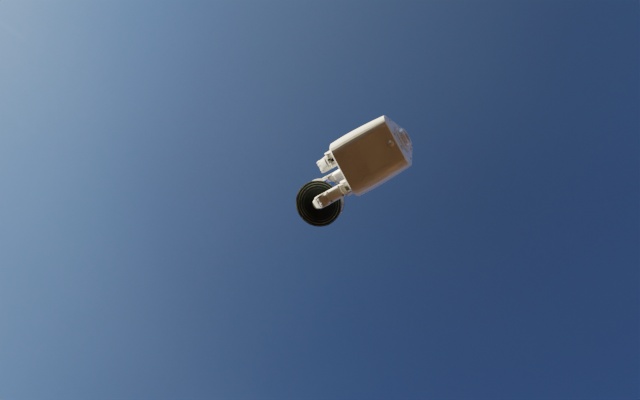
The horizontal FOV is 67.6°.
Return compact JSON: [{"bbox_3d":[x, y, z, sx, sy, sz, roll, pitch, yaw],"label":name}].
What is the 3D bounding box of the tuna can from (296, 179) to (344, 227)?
[{"bbox_3d":[0.000,0.003,0.877,0.086,0.086,0.033,0,11,16],"label":"tuna can"}]
